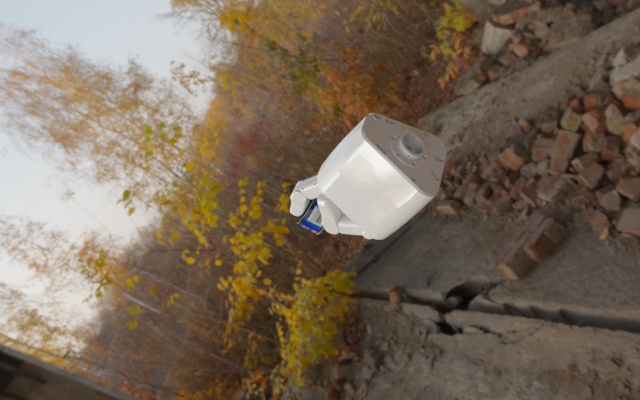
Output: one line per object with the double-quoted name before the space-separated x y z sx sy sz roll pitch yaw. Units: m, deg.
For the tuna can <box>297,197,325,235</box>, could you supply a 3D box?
"tuna can" 0.000 0.002 0.665 0.034 0.086 0.086 27 -5 -9
